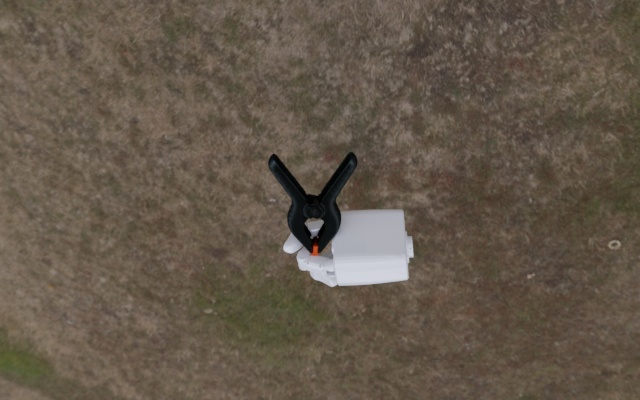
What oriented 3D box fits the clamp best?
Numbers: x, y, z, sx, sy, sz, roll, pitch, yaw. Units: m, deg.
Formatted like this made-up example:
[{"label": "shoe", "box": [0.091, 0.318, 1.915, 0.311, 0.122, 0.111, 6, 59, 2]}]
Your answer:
[{"label": "clamp", "box": [0.000, 0.003, 0.684, 0.120, 0.172, 0.039, -6, 35, 9]}]
